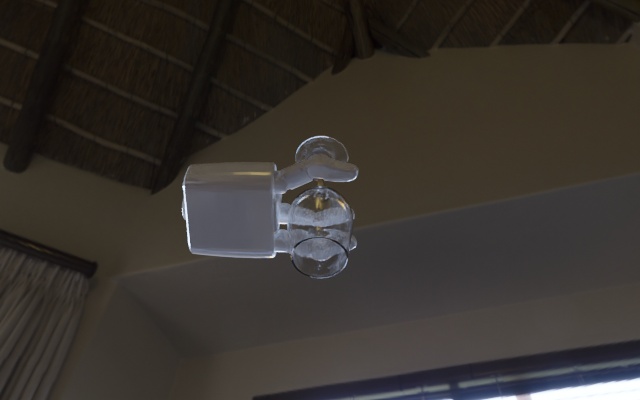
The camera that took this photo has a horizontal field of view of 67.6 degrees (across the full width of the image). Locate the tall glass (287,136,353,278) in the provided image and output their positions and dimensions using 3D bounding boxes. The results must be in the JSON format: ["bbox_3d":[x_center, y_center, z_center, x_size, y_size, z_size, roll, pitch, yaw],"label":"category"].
[{"bbox_3d":[0.000,0.001,0.593,0.079,0.079,0.200,0,38,1],"label":"tall glass"}]
